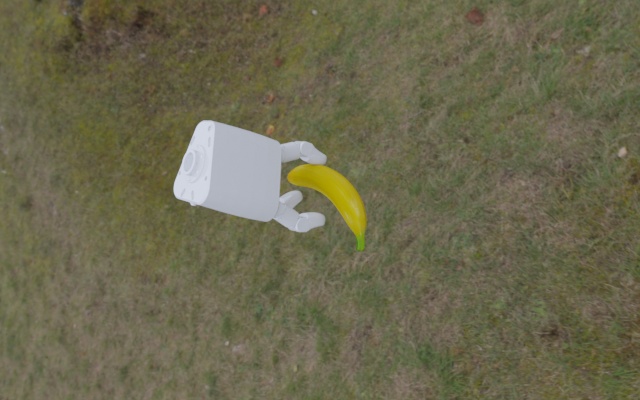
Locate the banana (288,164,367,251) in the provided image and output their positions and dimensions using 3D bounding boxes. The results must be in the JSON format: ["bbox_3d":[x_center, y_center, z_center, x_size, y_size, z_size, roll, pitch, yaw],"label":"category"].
[{"bbox_3d":[0.010,-0.012,0.690,0.037,0.070,0.197,11,25,-42],"label":"banana"}]
